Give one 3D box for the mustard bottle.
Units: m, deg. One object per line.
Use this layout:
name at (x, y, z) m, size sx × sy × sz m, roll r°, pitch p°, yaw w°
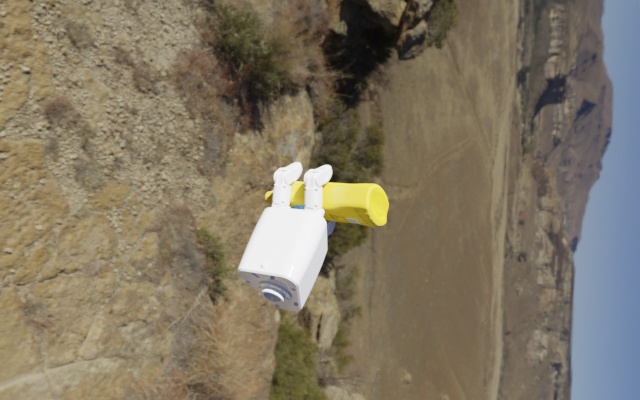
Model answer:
mustard bottle at (0.000, 0.002, 0.727) m, size 0.191 × 0.058 × 0.096 m, roll 4°, pitch -13°, yaw 26°
